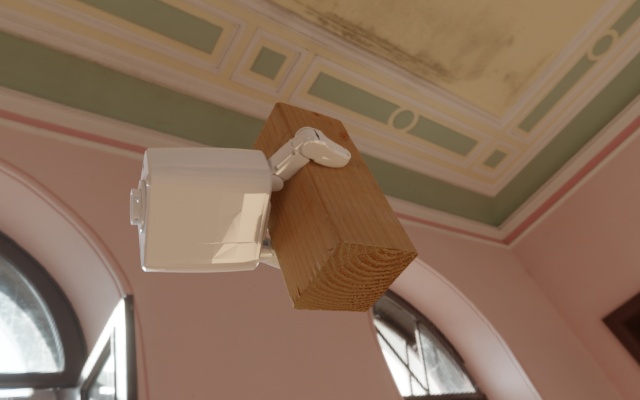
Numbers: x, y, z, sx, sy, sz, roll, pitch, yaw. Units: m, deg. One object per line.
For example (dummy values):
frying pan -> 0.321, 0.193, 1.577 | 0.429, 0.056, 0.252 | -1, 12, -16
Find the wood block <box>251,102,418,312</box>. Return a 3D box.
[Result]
wood block -> 0.000, 0.001, 0.489 | 0.090, 0.091, 0.206 | 11, 38, -33
